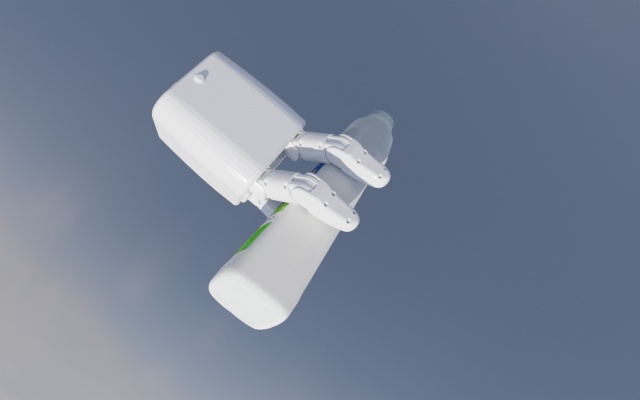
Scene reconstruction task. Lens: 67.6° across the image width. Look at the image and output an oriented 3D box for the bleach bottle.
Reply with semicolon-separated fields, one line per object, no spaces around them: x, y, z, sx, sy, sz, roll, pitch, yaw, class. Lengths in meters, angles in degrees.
0.000;0.002;0.465;0.068;0.250;0.102;41;-31;-6;bleach bottle
